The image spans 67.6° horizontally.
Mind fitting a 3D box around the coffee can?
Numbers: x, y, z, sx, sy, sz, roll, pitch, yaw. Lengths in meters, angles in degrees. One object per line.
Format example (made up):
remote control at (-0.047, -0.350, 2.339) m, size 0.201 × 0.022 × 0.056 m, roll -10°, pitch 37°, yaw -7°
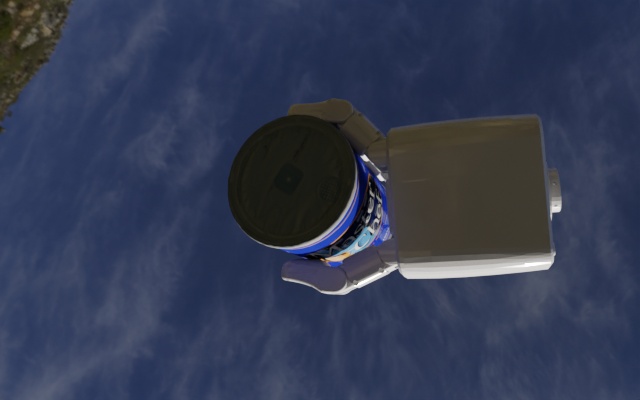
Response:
coffee can at (0.000, 0.001, 0.413) m, size 0.103 × 0.102 × 0.140 m, roll 0°, pitch -14°, yaw 21°
